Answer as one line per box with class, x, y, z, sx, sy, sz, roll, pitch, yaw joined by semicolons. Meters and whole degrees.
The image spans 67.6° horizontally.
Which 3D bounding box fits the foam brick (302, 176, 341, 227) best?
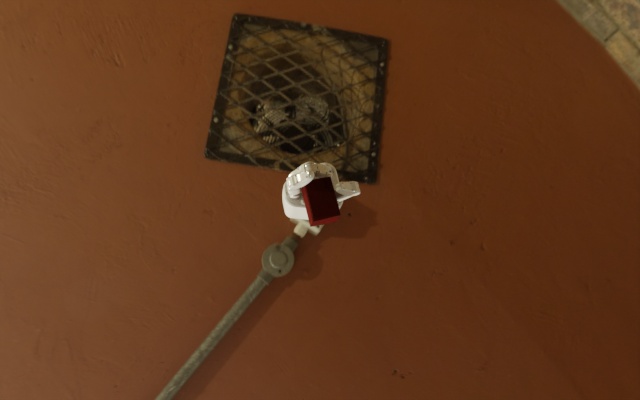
foam brick;0.000;0.003;0.874;0.053;0.078;0.051;-10;-16;-10
